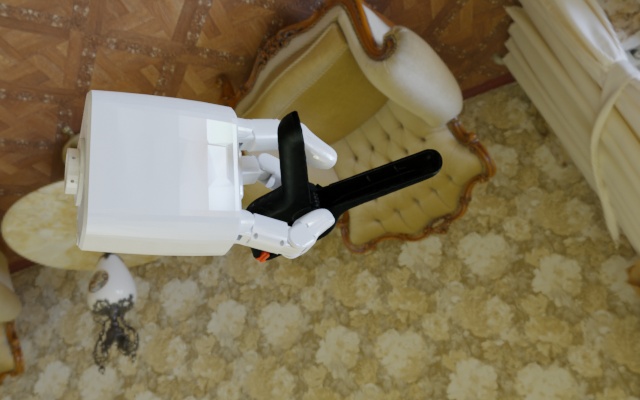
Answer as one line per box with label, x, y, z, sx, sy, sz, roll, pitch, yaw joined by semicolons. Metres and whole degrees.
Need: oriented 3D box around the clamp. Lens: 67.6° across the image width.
clamp;0.000;0.002;0.444;0.164;0.036;0.210;5;-34;-30
